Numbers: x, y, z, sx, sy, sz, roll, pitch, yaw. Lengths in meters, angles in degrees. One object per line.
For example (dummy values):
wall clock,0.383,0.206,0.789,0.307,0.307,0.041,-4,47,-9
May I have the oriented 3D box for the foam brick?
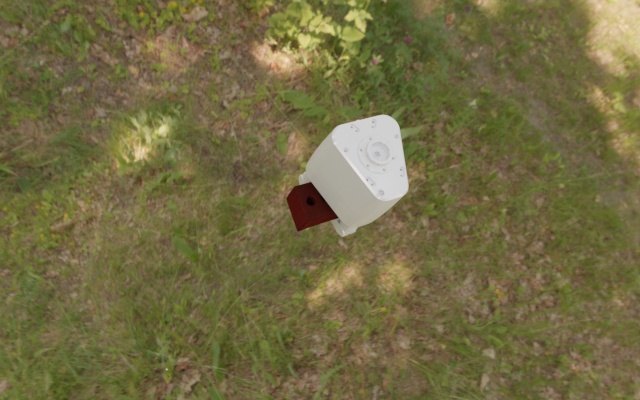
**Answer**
foam brick,0.000,0.002,0.663,0.078,0.053,0.051,-18,-12,-22
